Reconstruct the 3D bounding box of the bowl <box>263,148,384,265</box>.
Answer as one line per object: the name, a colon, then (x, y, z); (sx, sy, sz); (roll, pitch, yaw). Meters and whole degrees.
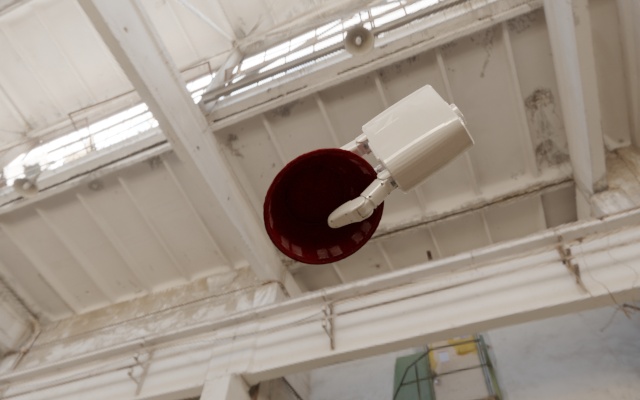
bowl: (-0.001, 0.003, 0.634); (0.162, 0.162, 0.055); (0, 21, -17)
